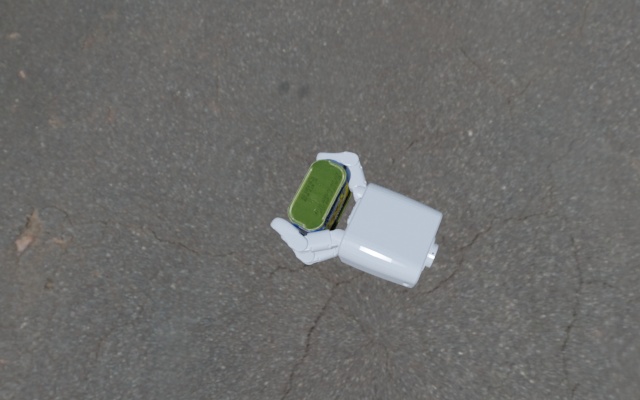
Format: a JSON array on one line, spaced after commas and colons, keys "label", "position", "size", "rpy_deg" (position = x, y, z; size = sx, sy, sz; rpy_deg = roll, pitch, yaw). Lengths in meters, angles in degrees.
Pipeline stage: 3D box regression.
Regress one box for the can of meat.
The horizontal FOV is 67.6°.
[{"label": "can of meat", "position": [0.000, 0.002, 0.655], "size": [0.057, 0.102, 0.084], "rpy_deg": [24, -11, 12]}]
